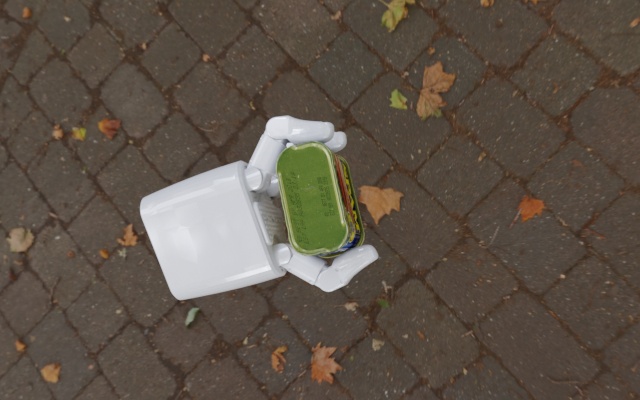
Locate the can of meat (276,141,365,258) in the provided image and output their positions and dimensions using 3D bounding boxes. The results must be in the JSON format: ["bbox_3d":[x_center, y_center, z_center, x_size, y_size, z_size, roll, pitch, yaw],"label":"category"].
[{"bbox_3d":[0.000,0.001,0.438,0.057,0.102,0.084,-14,-8,11],"label":"can of meat"}]
